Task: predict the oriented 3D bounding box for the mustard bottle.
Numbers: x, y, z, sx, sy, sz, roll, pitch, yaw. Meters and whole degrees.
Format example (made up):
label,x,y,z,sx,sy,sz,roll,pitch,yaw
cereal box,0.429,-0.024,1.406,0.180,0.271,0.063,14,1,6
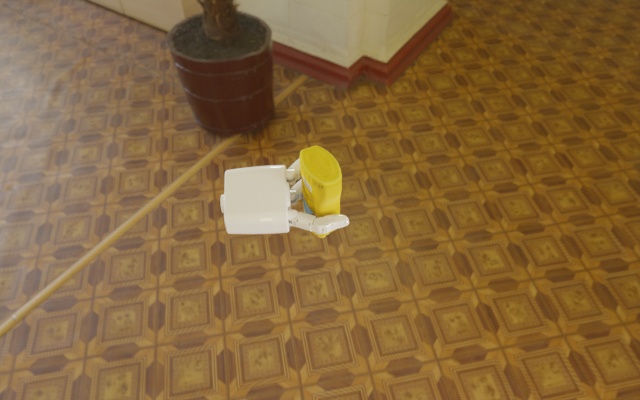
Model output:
label,x,y,z,sx,sy,sz,roll,pitch,yaw
mustard bottle,0.000,0.003,0.843,0.058,0.192,0.096,-22,52,-18
